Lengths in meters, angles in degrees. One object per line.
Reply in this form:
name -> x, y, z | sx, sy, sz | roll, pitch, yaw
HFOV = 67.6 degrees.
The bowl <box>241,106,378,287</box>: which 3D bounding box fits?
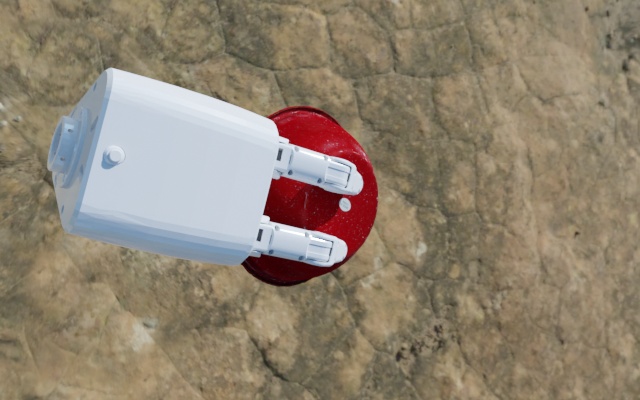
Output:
bowl -> 0.001, 0.001, 0.409 | 0.055, 0.162, 0.162 | 12, 8, 43
